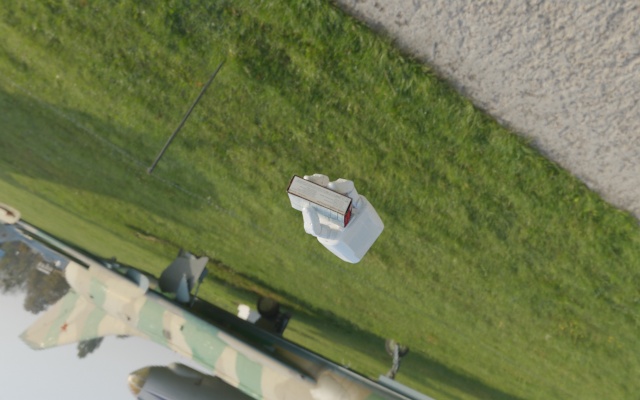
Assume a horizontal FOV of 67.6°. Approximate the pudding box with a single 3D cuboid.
[{"bbox_3d":[0.000,0.003,0.843,0.113,0.039,0.090,21,-16,8],"label":"pudding box"}]
